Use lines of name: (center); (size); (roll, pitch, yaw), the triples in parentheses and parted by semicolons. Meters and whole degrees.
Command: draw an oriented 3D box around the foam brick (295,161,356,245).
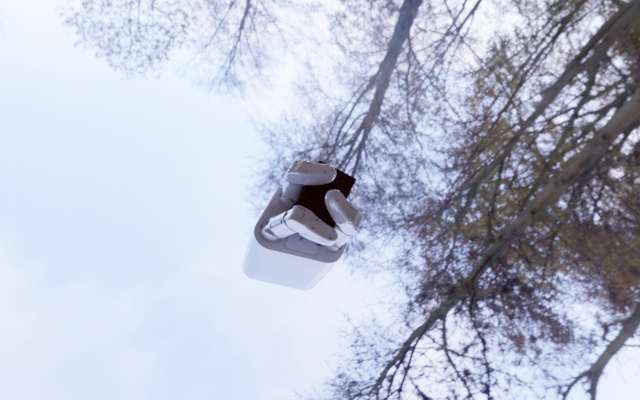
foam brick: (0.000, 0.002, 0.577); (0.053, 0.078, 0.051); (29, -37, -1)
